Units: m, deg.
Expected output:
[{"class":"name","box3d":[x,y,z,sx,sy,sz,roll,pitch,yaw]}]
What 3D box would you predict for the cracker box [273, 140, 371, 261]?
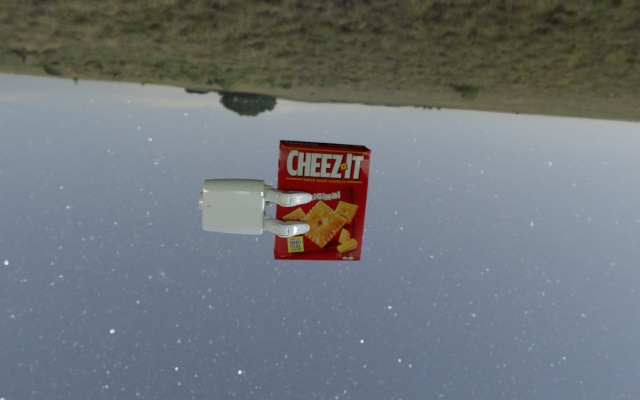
[{"class":"cracker box","box3d":[0.000,0.003,0.880,0.164,0.214,0.072,3,13,-8]}]
